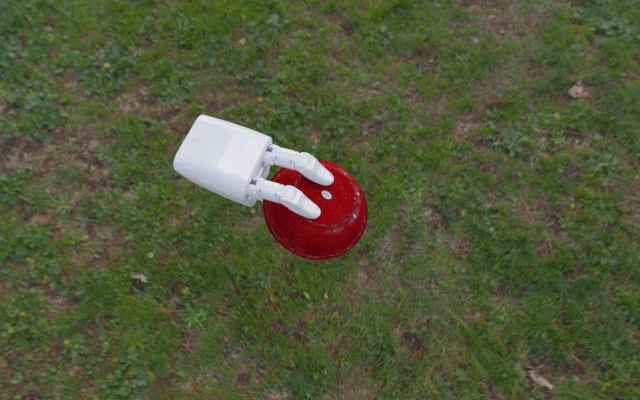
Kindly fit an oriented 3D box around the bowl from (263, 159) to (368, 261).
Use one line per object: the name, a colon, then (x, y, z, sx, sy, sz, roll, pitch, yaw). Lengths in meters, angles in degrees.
bowl: (0.002, 0.002, 0.690, 0.162, 0.162, 0.055, 0, -20, -15)
